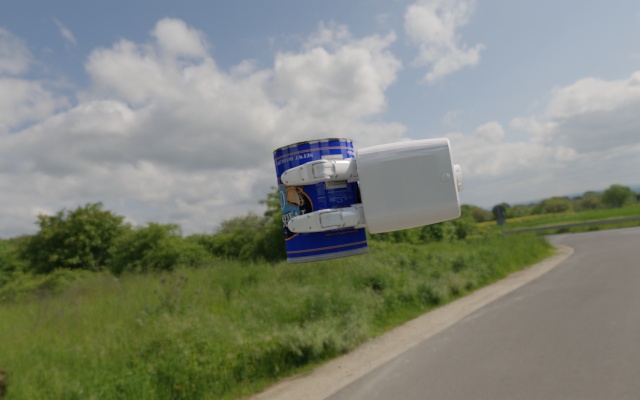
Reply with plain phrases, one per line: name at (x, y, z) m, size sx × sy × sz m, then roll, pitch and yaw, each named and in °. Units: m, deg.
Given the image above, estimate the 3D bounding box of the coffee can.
coffee can at (0.000, 0.002, 0.599) m, size 0.103 × 0.140 × 0.103 m, roll -8°, pitch -3°, yaw 0°
